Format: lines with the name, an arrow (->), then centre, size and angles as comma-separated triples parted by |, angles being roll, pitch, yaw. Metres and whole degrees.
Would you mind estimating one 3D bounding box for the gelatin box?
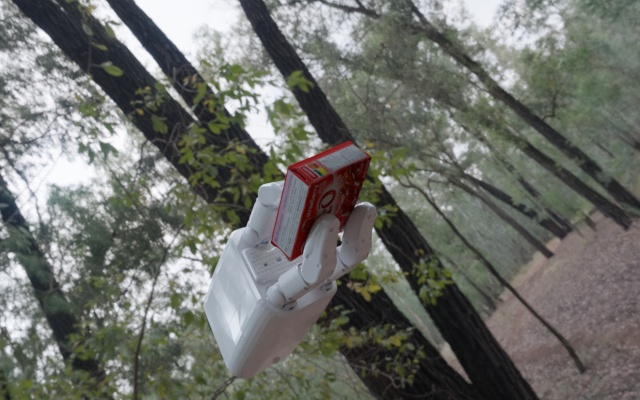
gelatin box -> 0.000, 0.001, 0.403 | 0.073, 0.089, 0.030 | -26, 55, -39
